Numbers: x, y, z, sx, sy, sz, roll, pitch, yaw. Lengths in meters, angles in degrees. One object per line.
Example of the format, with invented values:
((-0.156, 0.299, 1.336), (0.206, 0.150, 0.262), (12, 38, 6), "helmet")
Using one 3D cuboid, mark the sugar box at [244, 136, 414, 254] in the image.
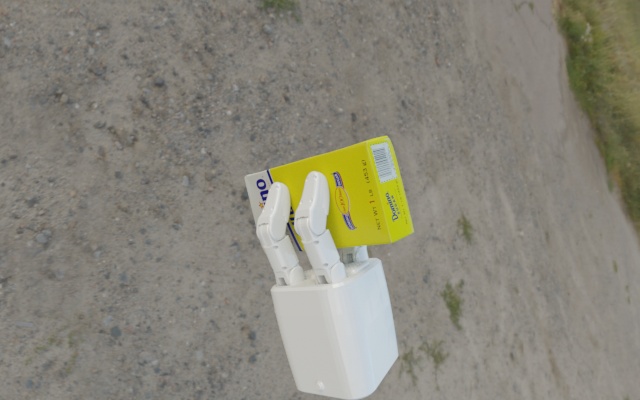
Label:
((0.000, 0.002, 0.478), (0.176, 0.093, 0.048), (-12, 3, 41), "sugar box")
